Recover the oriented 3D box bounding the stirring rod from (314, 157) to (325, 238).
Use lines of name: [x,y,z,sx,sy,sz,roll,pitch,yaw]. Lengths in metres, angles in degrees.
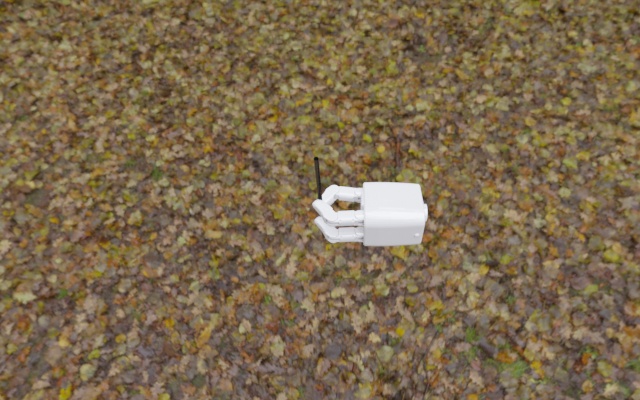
stirring rod: [0.000,0.003,0.870,0.011,0.011,0.240,0,-36,4]
